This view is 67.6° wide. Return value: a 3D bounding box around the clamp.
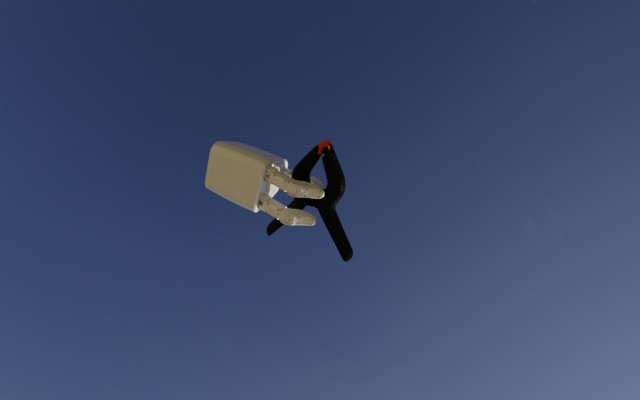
[{"bbox_3d":[0.000,0.002,0.815,0.164,0.210,0.036,23,28,11],"label":"clamp"}]
